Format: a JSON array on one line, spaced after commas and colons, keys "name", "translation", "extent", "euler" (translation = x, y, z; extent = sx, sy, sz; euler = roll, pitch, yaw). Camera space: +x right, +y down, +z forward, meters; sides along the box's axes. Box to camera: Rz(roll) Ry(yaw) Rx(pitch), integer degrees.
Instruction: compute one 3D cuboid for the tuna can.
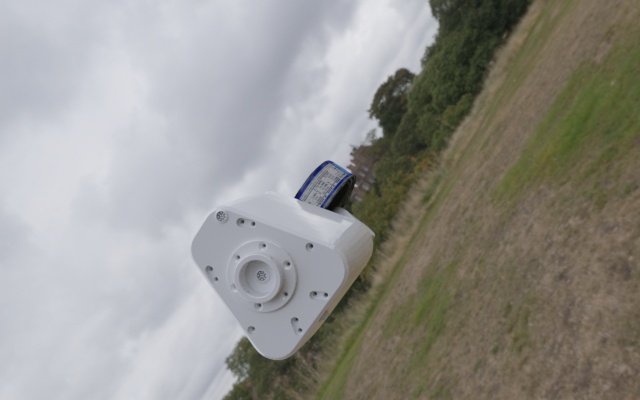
[{"name": "tuna can", "translation": [0.000, 0.001, 0.496], "extent": [0.033, 0.086, 0.086], "euler": [34, 8, 12]}]
